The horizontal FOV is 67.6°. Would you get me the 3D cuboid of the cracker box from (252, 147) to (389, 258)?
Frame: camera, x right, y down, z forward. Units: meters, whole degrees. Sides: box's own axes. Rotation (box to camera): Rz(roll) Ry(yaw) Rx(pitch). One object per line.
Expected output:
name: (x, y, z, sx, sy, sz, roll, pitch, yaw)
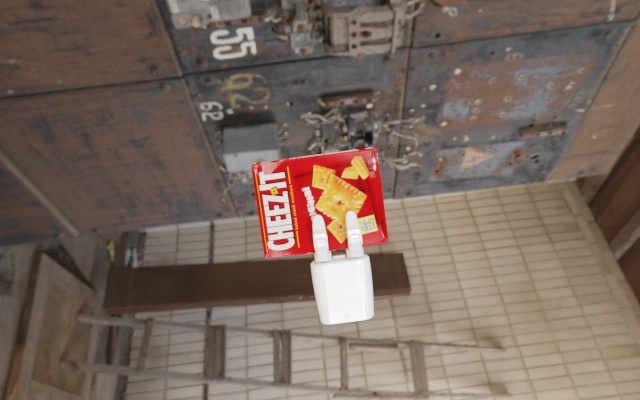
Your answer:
cracker box: (0.000, 0.003, 0.819, 0.214, 0.164, 0.072, -8, 6, 0)
